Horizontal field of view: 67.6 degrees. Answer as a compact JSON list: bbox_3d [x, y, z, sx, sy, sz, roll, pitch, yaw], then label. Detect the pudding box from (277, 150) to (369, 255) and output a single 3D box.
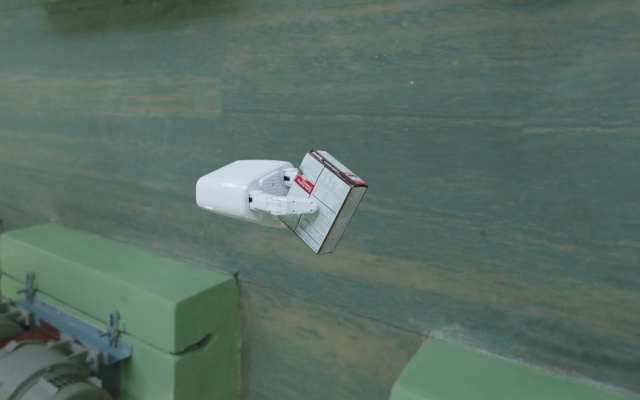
[{"bbox_3d":[0.000,0.002,0.635,0.090,0.113,0.039,41,29,29],"label":"pudding box"}]
